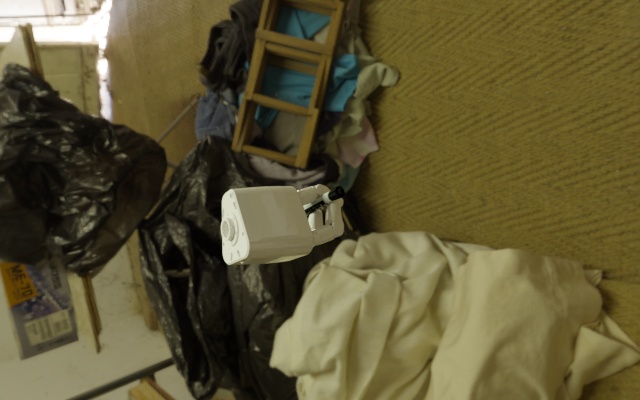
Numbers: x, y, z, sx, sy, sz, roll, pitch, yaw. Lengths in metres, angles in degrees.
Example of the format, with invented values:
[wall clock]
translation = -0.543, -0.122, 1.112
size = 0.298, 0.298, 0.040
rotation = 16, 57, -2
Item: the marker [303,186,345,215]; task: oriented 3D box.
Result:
[marker]
translation = 0.000, 0.003, 0.764
size = 0.020, 0.020, 0.121
rotation = 0, -16, -34
